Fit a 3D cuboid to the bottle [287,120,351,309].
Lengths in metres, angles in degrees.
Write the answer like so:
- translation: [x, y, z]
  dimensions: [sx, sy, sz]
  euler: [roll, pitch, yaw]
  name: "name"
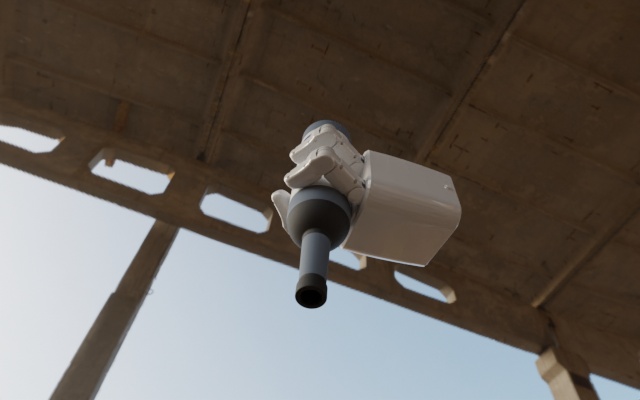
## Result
- translation: [0.000, 0.002, 0.524]
  dimensions: [0.069, 0.069, 0.295]
  euler: [0, 33, 4]
  name: "bottle"
